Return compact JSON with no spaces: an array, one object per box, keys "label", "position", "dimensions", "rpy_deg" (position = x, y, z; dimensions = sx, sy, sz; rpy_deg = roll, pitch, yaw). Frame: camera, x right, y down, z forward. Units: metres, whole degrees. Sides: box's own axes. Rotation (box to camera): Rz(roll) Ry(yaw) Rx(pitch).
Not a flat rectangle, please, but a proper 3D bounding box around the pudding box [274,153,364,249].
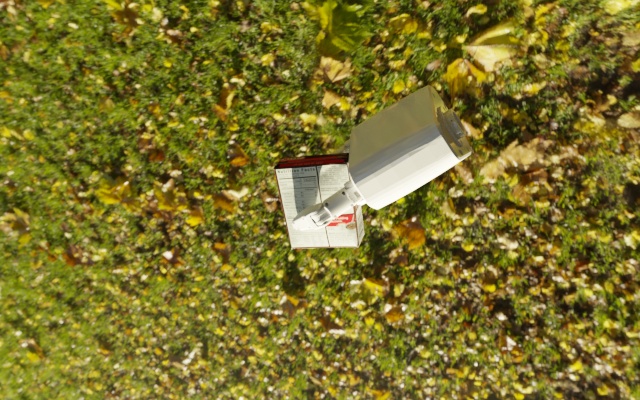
[{"label":"pudding box","position":[0.000,0.002,0.570],"dimensions":[0.090,0.113,0.039],"rpy_deg":[-2,23,16]}]
